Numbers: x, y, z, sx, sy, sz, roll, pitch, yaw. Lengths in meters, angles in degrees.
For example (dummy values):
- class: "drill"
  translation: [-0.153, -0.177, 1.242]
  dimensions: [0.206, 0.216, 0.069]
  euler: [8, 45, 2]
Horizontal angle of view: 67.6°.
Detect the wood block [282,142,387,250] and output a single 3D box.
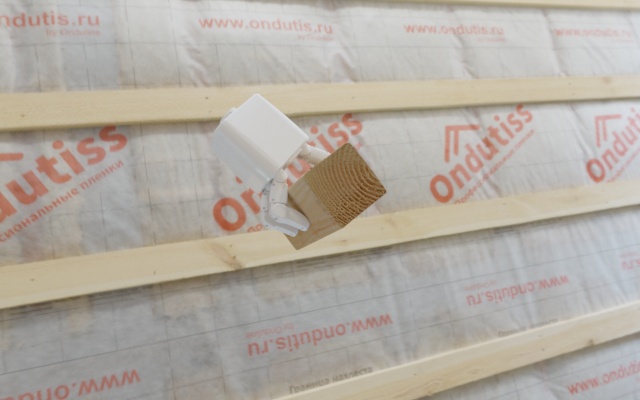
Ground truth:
- class: "wood block"
  translation: [0.000, 0.002, 0.726]
  dimensions: [0.091, 0.090, 0.206]
  euler: [-38, 1, -24]
